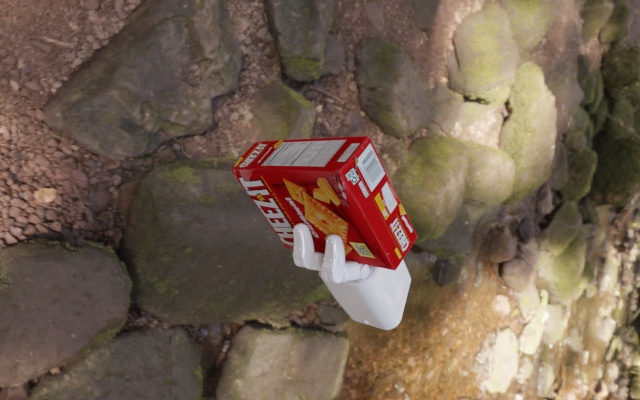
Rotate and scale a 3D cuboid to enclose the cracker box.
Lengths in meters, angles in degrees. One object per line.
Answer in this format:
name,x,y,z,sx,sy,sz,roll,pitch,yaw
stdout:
cracker box,0.000,0.002,0.637,0.213,0.164,0.072,5,45,45
